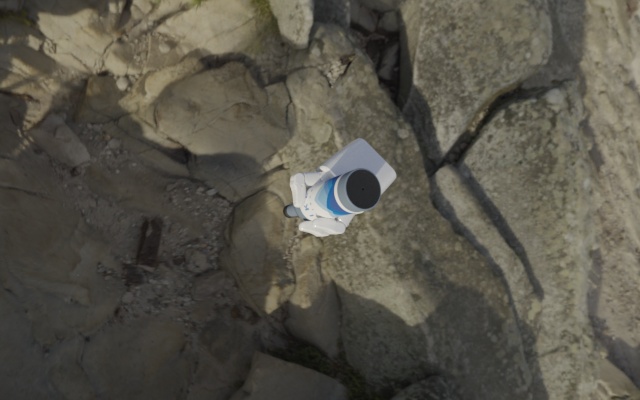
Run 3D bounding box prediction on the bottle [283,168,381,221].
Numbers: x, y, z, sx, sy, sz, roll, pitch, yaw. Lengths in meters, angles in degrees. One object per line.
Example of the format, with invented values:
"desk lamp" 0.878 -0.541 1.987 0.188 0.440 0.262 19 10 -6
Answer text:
"bottle" 0.000 0.003 0.863 0.069 0.069 0.296 0 -8 -27
